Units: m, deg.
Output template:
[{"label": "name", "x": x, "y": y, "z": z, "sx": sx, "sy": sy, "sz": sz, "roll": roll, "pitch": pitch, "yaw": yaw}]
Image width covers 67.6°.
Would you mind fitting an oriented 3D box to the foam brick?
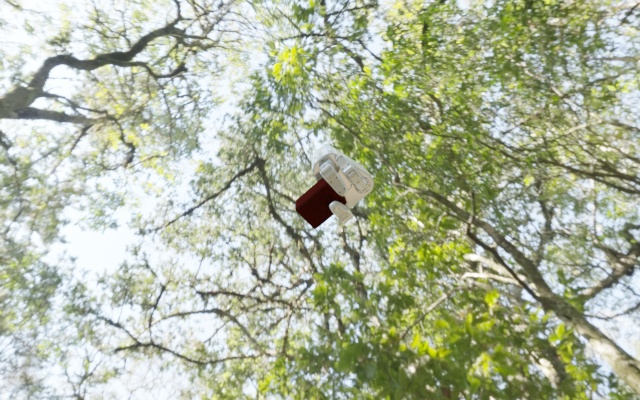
[{"label": "foam brick", "x": 0.000, "y": 0.003, "z": 0.850, "sx": 0.078, "sy": 0.053, "sz": 0.051, "roll": -39, "pitch": 17, "yaw": 8}]
